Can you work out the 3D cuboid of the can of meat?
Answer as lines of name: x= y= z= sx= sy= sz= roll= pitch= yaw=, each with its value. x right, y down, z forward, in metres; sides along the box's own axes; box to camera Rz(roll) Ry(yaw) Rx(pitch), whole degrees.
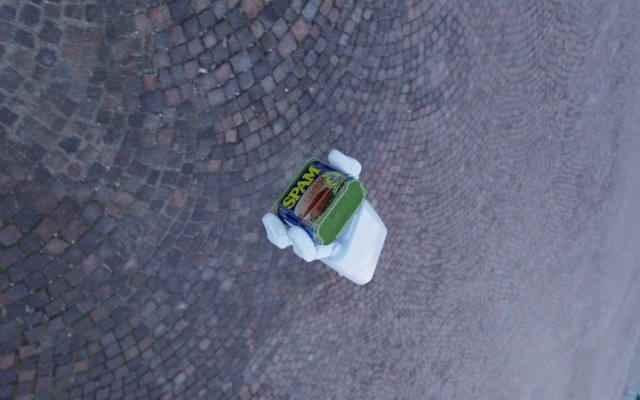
can of meat: x=0.000 y=0.002 z=0.648 sx=0.084 sy=0.102 sz=0.057 roll=28 pitch=-14 yaw=39
